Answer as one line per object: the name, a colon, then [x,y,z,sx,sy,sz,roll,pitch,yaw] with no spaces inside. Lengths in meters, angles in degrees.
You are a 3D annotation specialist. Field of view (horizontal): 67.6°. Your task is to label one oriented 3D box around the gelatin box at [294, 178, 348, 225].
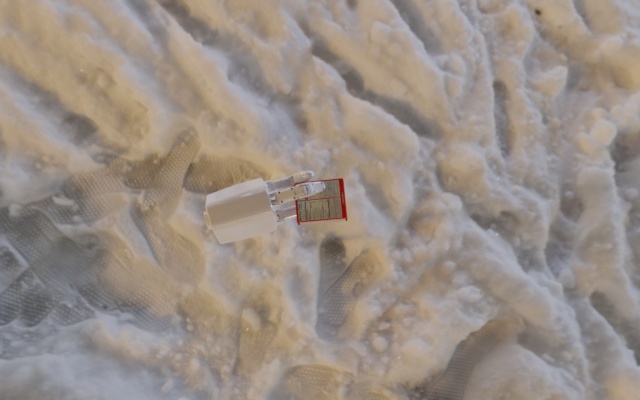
gelatin box: [0.000,0.003,0.841,0.089,0.073,0.030,-6,-14,3]
